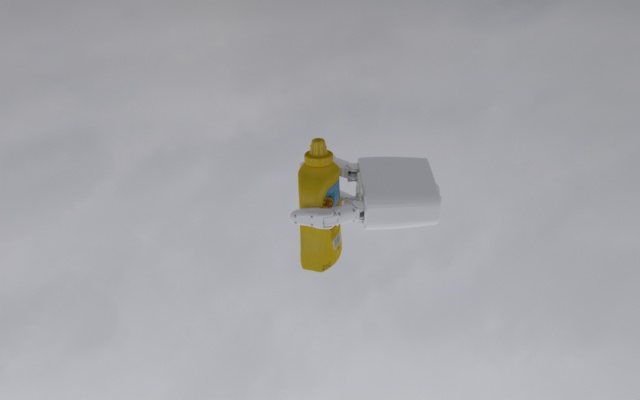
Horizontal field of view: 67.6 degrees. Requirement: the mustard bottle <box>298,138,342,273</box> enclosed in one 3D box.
[{"bbox_3d":[0.000,0.002,0.698,0.058,0.192,0.096,9,29,19],"label":"mustard bottle"}]
